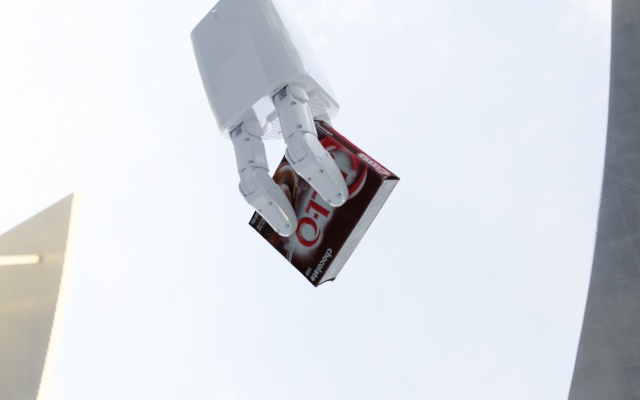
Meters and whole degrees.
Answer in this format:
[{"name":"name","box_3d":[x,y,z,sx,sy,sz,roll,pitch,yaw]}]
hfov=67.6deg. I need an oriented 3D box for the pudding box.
[{"name":"pudding box","box_3d":[0.000,0.001,0.405,0.090,0.113,0.039,40,24,26]}]
